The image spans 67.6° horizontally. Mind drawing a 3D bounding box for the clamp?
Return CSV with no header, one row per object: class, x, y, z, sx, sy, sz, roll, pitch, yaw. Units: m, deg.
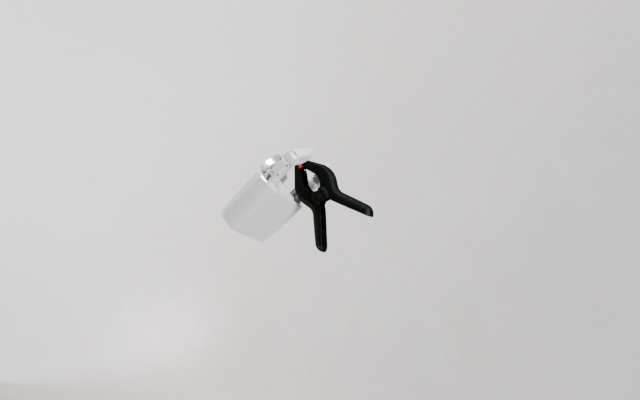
clamp,0.000,0.003,0.845,0.120,0.171,0.039,-44,-21,9
